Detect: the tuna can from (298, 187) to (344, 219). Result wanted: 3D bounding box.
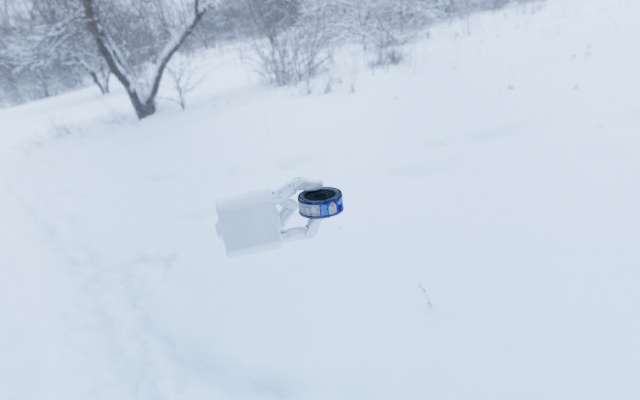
[{"bbox_3d":[0.000,0.002,0.896,0.086,0.034,0.086,-5,21,2],"label":"tuna can"}]
